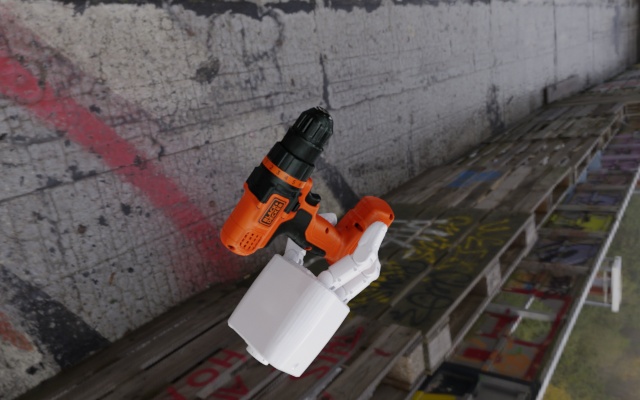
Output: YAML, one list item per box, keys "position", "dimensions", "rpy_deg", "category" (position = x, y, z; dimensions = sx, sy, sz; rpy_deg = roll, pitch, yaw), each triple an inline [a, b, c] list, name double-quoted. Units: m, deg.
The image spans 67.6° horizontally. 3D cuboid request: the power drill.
- position: [0.000, 0.002, 0.560]
  dimensions: [0.188, 0.184, 0.057]
  rpy_deg: [26, 16, -38]
  category: "power drill"
